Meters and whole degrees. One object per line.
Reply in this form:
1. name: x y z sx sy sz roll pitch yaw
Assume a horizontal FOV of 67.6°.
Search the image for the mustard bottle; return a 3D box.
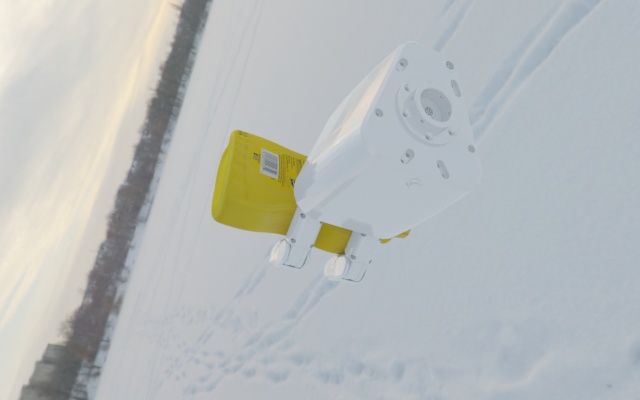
1. mustard bottle: 0.000 0.002 0.446 0.191 0.096 0.058 17 -50 -19
